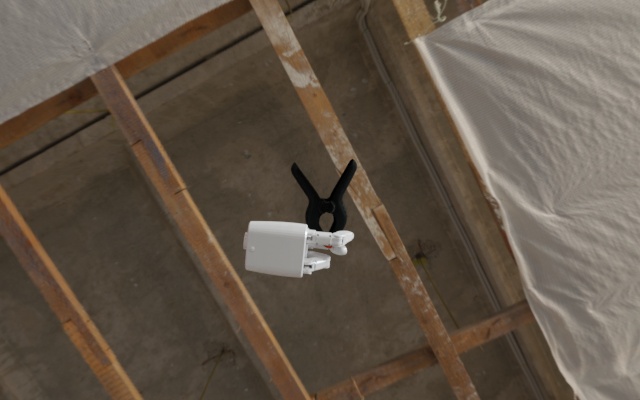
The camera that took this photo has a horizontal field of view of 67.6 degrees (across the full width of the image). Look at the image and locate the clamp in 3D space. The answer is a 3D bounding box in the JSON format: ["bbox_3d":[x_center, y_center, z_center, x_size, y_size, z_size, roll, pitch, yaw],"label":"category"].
[{"bbox_3d":[0.000,0.003,0.887,0.120,0.171,0.039,6,10,-2],"label":"clamp"}]
